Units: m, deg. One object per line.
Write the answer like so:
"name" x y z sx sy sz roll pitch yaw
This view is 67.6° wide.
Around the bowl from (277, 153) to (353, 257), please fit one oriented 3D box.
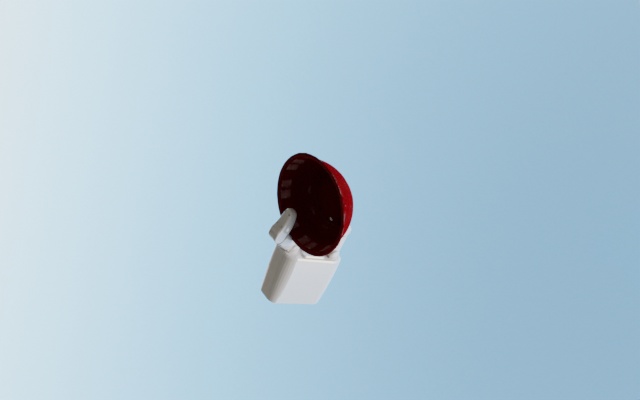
"bowl" 0.001 0.001 0.741 0.055 0.162 0.162 -15 9 -38
